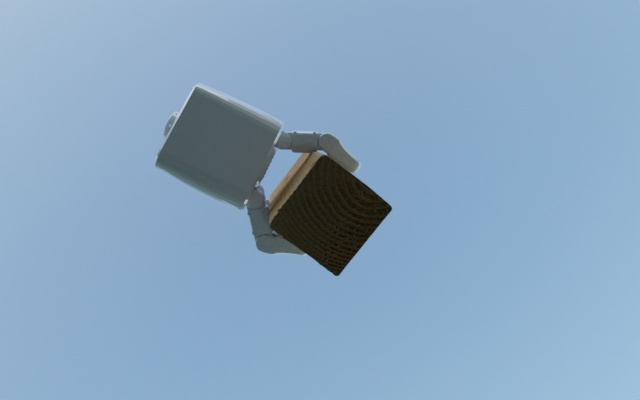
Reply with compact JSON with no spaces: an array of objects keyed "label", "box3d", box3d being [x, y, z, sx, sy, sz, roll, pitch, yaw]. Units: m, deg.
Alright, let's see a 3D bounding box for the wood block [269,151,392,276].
[{"label":"wood block","box3d":[0.000,0.001,0.562,0.090,0.091,0.206,37,3,-10]}]
